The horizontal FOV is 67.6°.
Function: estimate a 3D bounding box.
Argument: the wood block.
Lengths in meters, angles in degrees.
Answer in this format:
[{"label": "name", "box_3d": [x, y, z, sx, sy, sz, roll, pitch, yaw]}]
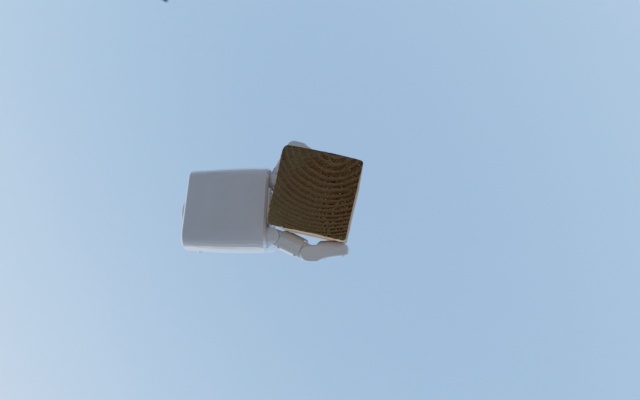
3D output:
[{"label": "wood block", "box_3d": [0.000, 0.002, 0.608, 0.090, 0.091, 0.206, 12, -5, 4]}]
